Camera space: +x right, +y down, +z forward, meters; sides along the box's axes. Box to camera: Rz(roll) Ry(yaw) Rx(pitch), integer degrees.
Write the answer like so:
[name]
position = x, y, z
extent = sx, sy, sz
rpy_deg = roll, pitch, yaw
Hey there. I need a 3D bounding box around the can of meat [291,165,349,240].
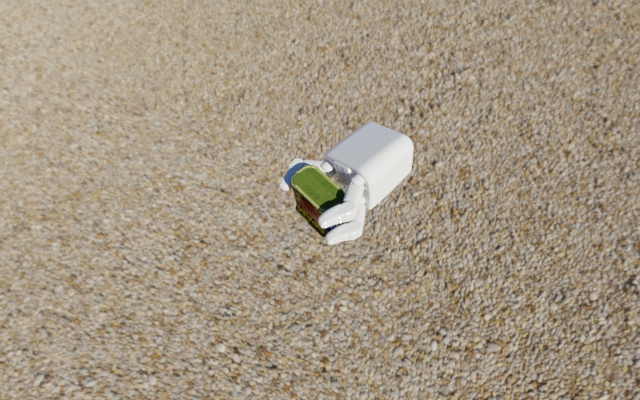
[can of meat]
position = 0.000, 0.002, 0.770
extent = 0.057, 0.102, 0.084
rpy_deg = -37, -30, -17
